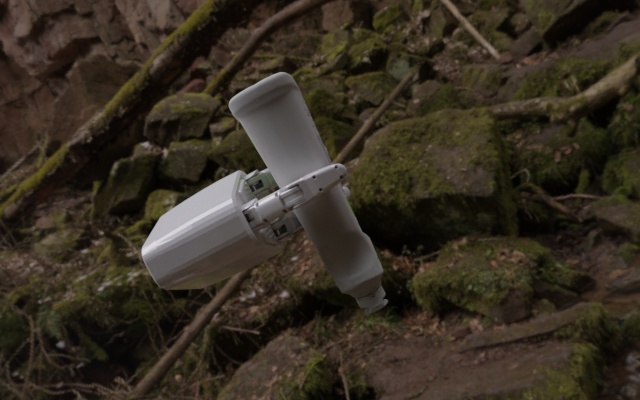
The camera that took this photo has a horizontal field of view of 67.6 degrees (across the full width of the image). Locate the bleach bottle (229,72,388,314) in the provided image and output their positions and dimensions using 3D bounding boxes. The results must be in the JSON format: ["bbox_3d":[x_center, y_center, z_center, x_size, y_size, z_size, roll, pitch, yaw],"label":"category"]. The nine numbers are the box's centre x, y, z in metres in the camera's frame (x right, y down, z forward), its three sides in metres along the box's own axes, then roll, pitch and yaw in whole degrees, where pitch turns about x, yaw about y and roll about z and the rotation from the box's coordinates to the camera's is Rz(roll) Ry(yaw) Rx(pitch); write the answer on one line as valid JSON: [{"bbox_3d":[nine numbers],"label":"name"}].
[{"bbox_3d":[0.000,0.002,0.486,0.068,0.251,0.102,-27,3,5],"label":"bleach bottle"}]
